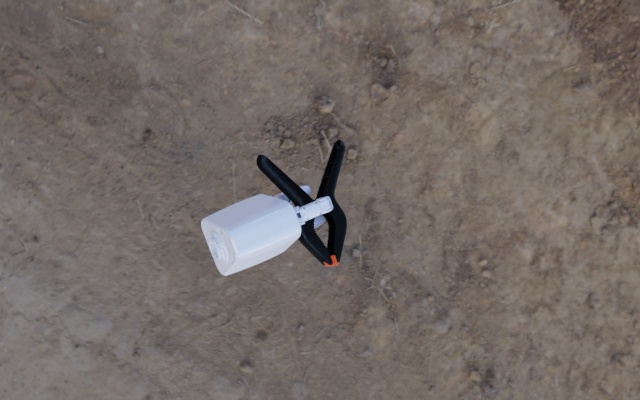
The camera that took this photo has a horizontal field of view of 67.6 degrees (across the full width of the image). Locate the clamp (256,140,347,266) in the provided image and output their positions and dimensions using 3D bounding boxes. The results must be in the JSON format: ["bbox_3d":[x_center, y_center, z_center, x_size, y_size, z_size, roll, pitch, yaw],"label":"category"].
[{"bbox_3d":[0.001,0.003,0.788,0.164,0.210,0.036,-23,4,-29],"label":"clamp"}]
